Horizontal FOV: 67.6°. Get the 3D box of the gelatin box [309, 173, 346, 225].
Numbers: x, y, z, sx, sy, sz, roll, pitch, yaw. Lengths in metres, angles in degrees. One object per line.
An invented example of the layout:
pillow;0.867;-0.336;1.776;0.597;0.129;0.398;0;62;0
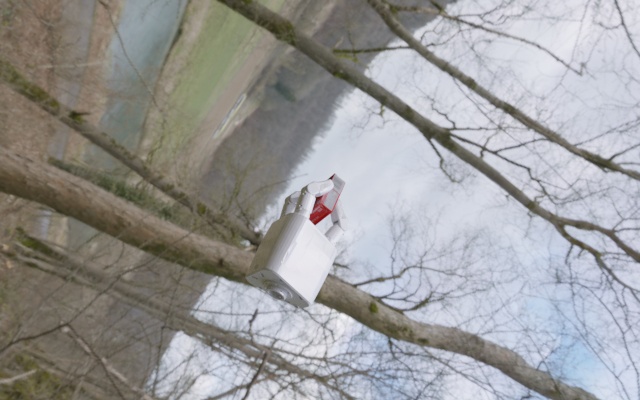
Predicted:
gelatin box;0.001;0.003;0.835;0.073;0.030;0.089;-38;17;41
